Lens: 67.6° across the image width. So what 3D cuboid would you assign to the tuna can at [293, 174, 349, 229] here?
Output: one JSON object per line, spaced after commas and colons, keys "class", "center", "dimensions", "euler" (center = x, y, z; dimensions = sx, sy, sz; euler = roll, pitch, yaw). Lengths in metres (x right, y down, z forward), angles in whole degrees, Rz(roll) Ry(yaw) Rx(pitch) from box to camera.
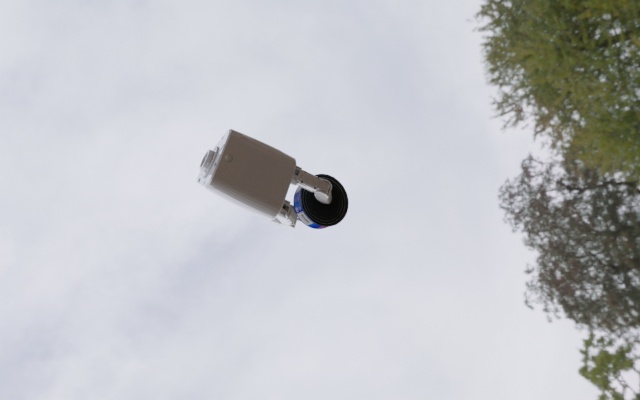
{"class": "tuna can", "center": [0.000, 0.003, 0.767], "dimensions": [0.086, 0.086, 0.034], "euler": [0, -12, -28]}
